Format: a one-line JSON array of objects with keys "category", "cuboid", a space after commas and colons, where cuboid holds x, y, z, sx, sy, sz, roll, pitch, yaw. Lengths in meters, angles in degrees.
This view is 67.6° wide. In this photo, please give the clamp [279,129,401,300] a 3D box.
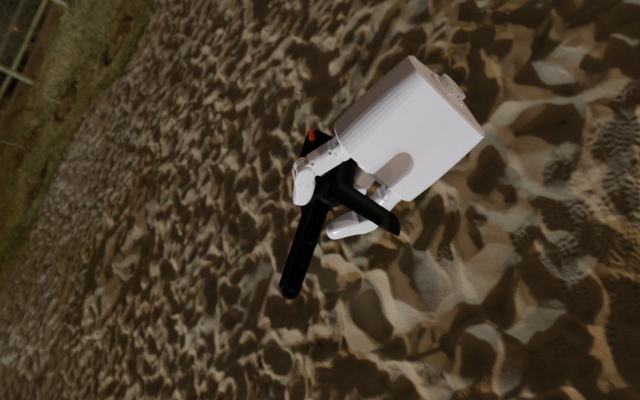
[{"category": "clamp", "cuboid": [0.000, 0.001, 0.554, 0.036, 0.209, 0.164, 30, -58, -37]}]
